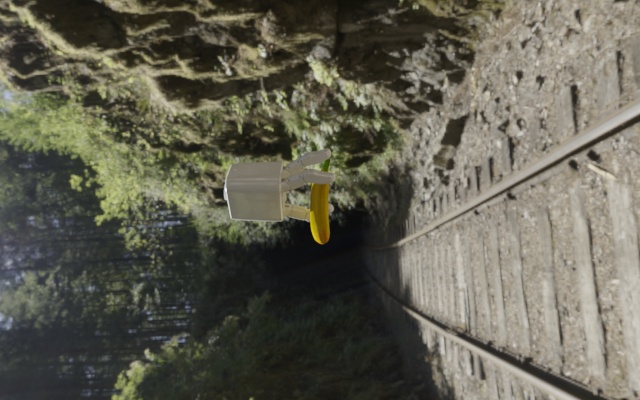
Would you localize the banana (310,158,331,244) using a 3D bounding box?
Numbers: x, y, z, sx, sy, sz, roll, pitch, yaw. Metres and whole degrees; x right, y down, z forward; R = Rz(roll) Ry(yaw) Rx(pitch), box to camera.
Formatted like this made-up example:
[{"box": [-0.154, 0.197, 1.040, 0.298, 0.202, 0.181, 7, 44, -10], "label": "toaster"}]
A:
[{"box": [-0.001, 0.011, 0.915, 0.037, 0.197, 0.070, 3, -37, -3], "label": "banana"}]
